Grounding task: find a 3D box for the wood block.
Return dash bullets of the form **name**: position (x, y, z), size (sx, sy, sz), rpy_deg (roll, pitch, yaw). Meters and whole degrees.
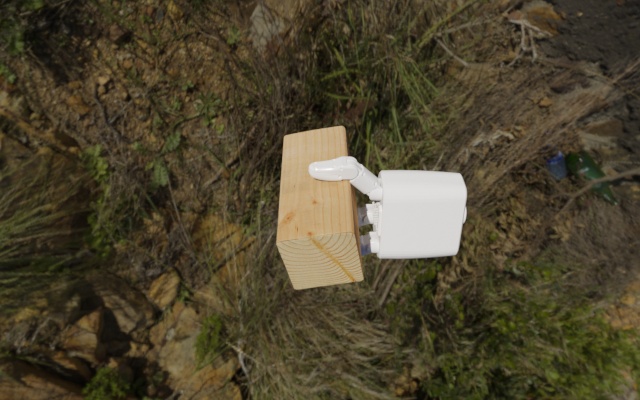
- **wood block**: position (0.000, 0.002, 0.630), size (0.090, 0.091, 0.206), rpy_deg (-9, 42, 7)
